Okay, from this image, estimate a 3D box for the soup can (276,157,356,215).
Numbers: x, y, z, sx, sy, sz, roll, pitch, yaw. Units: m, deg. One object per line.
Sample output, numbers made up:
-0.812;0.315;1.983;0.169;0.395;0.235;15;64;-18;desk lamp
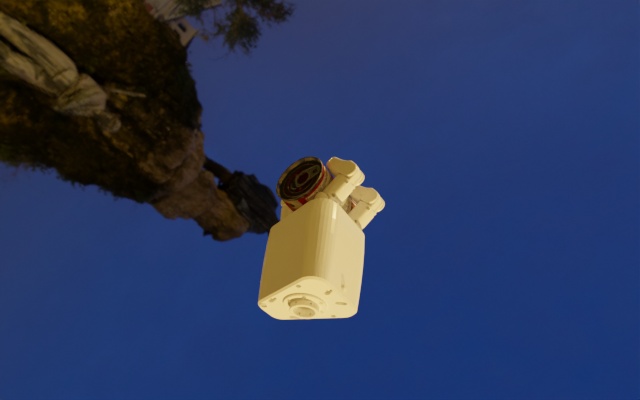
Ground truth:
0.000;0.002;0.612;0.068;0.068;0.102;0;-36;41;soup can
